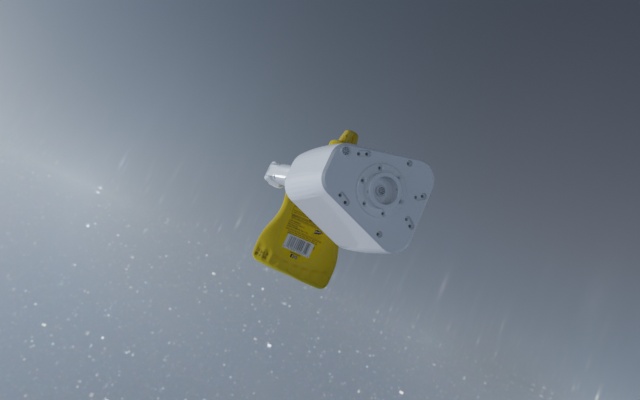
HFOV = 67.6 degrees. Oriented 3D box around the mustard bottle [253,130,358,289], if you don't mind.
[{"bbox_3d":[0.000,0.002,0.576,0.096,0.191,0.058,23,-10,6],"label":"mustard bottle"}]
